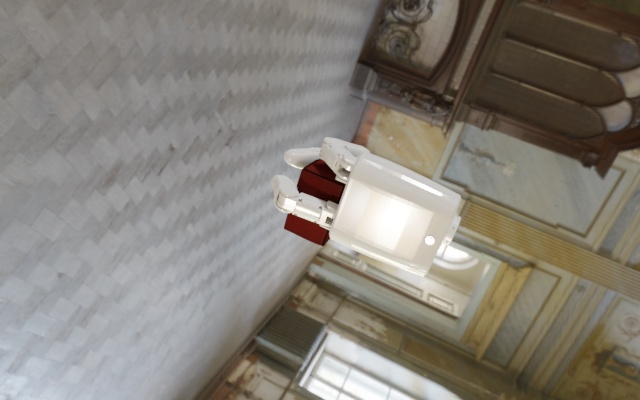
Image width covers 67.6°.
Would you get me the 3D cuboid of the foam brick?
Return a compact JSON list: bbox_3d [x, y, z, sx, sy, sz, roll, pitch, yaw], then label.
[{"bbox_3d":[0.000,0.002,0.533,0.051,0.078,0.053,24,24,11],"label":"foam brick"}]
